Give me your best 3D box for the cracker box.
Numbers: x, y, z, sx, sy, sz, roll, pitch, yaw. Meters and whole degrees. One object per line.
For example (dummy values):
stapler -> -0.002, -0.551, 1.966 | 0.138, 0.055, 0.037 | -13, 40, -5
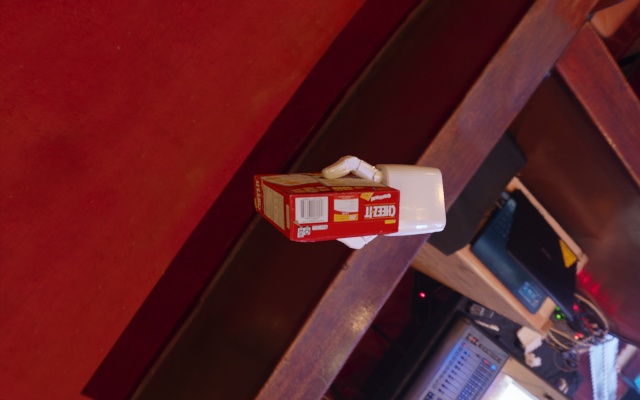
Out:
cracker box -> 0.000, 0.002, 0.740 | 0.164, 0.072, 0.213 | -3, 11, -20
